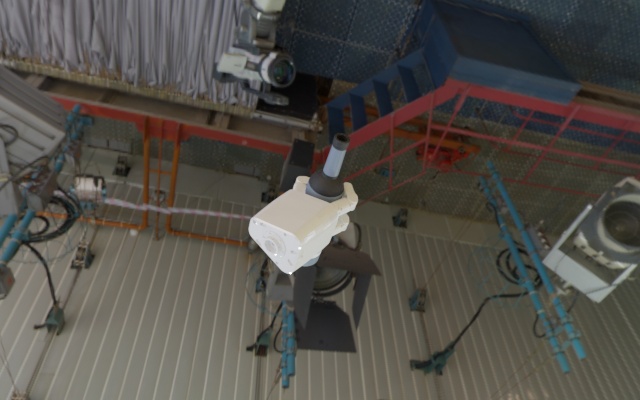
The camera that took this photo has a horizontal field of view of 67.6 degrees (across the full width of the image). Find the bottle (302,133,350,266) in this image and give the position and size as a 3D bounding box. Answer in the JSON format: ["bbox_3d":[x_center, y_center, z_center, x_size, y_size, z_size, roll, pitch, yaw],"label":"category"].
[{"bbox_3d":[0.000,0.003,0.876,0.069,0.296,0.069,11,42,-9],"label":"bottle"}]
